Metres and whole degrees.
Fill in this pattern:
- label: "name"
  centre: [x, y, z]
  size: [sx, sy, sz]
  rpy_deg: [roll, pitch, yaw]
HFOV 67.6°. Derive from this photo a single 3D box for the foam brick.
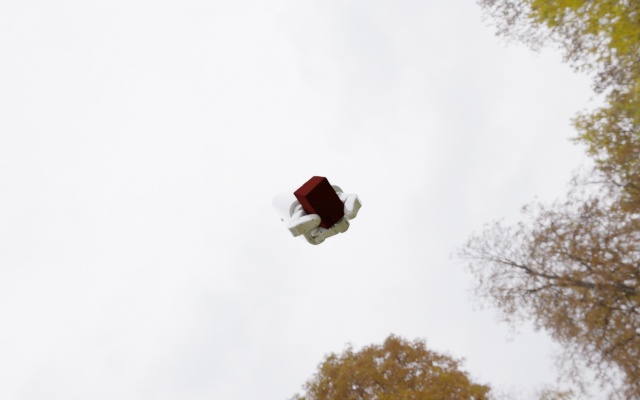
- label: "foam brick"
  centre: [0.000, 0.002, 0.821]
  size: [0.053, 0.078, 0.051]
  rpy_deg: [-41, 24, -16]
